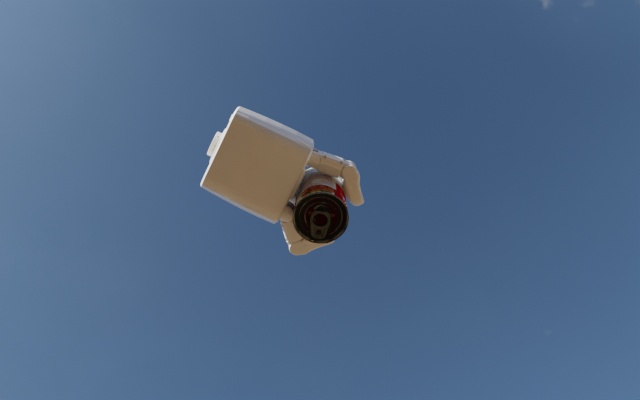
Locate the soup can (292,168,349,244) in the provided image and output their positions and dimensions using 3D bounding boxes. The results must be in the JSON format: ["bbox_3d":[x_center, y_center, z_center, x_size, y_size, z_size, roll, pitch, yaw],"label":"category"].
[{"bbox_3d":[0.001,0.002,0.615,0.068,0.068,0.102,0,23,0],"label":"soup can"}]
